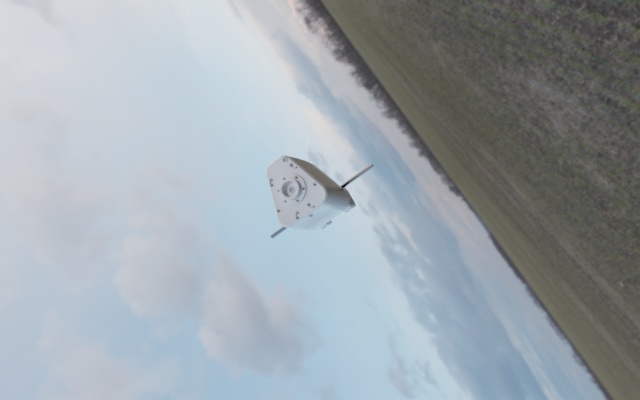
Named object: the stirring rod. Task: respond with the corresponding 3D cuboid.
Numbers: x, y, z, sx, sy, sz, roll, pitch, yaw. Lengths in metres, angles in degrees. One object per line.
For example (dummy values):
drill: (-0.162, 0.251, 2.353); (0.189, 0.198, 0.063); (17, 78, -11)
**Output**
stirring rod: (0.000, 0.003, 0.898); (0.239, 0.011, 0.011); (-36, -10, 14)
